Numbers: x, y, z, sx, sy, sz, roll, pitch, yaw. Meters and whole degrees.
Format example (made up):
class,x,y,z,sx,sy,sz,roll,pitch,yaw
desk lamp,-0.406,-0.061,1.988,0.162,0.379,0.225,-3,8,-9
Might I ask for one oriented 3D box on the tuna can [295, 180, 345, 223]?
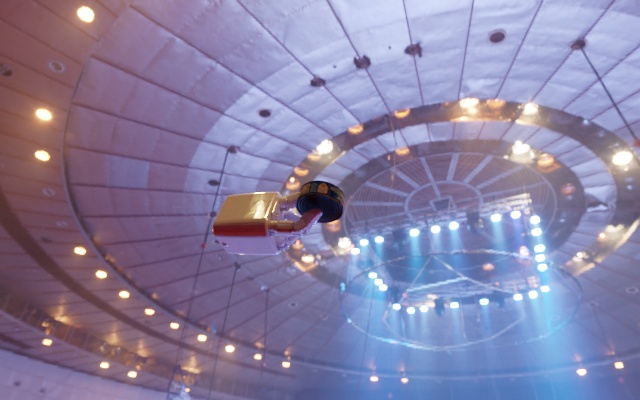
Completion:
class,x,y,z,sx,sy,sz,roll,pitch,yaw
tuna can,0.000,0.002,0.859,0.086,0.033,0.086,8,-37,6
